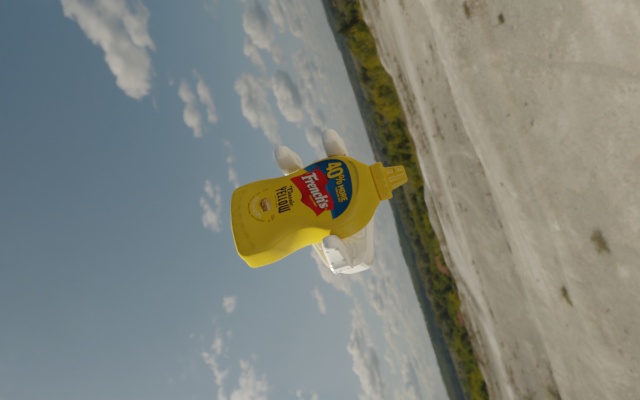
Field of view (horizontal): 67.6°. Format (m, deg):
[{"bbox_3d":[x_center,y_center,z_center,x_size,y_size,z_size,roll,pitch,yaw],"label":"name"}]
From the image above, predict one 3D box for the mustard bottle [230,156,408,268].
[{"bbox_3d":[0.000,0.002,0.518,0.191,0.096,0.058,-18,-39,9],"label":"mustard bottle"}]
